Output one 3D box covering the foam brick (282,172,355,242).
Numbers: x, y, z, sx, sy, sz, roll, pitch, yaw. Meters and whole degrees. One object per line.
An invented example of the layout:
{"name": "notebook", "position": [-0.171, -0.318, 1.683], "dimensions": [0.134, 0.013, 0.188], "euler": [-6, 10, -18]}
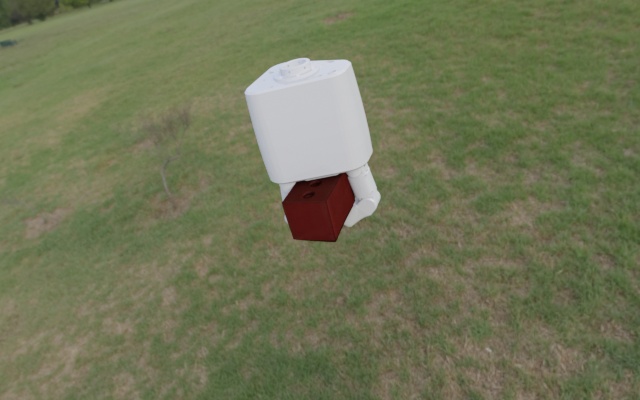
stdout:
{"name": "foam brick", "position": [0.000, 0.002, 0.528], "dimensions": [0.053, 0.051, 0.078], "euler": [0, 34, 23]}
